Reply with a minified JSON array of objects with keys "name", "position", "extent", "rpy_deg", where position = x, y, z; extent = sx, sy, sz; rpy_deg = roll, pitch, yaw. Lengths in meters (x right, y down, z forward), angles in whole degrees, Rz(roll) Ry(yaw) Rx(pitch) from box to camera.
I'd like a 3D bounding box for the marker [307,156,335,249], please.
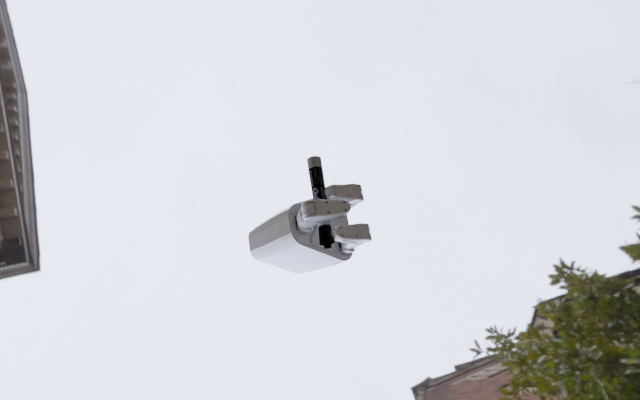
[{"name":"marker","position":[0.000,0.002,0.606],"extent":[0.020,0.121,0.020],"rpy_deg":[-8,-18,-3]}]
